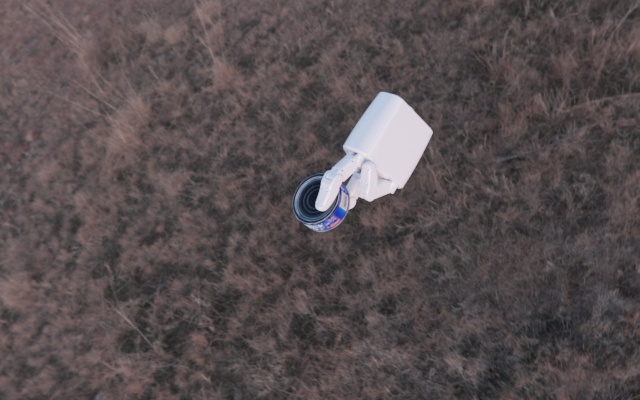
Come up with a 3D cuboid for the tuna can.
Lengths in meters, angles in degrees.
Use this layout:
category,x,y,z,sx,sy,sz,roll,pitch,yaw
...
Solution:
category,x,y,z,sx,sy,sz,roll,pitch,yaw
tuna can,0.000,0.002,0.732,0.086,0.086,0.034,0,-21,32
